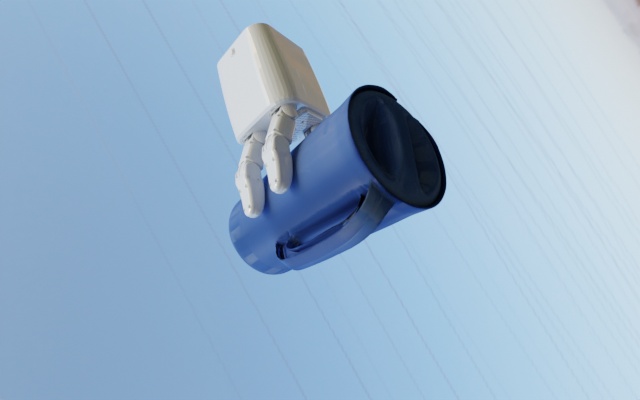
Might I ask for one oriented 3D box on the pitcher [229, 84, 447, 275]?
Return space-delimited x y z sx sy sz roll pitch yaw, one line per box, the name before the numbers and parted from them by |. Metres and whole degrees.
pitcher | 0.000 0.002 0.515 0.149 0.145 0.243 -5 -22 -45
